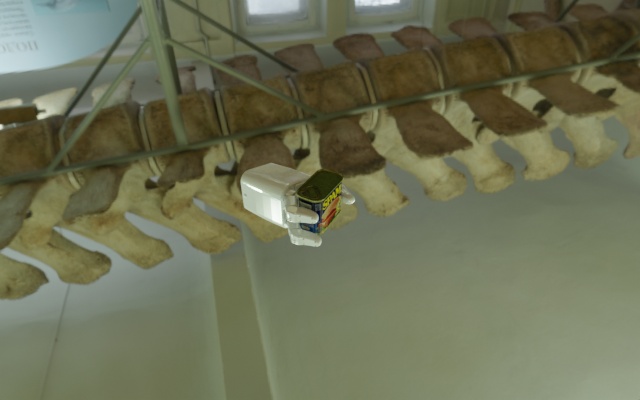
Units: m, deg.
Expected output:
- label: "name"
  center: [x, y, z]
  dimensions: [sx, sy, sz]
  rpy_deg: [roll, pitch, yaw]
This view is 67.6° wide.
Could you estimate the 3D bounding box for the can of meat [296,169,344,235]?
- label: "can of meat"
  center: [0.000, 0.003, 0.896]
  dimensions: [0.057, 0.084, 0.102]
  rpy_deg: [19, 41, 24]
